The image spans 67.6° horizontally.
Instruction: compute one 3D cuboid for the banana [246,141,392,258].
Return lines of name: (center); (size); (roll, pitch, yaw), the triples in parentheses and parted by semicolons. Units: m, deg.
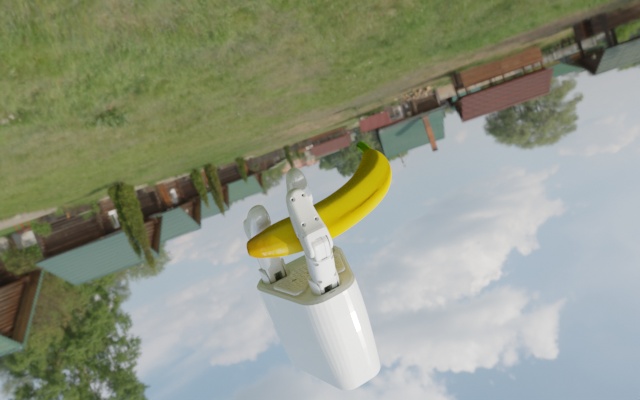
banana: (0.016, 0.002, 0.465); (0.069, 0.037, 0.197); (8, 37, 40)
